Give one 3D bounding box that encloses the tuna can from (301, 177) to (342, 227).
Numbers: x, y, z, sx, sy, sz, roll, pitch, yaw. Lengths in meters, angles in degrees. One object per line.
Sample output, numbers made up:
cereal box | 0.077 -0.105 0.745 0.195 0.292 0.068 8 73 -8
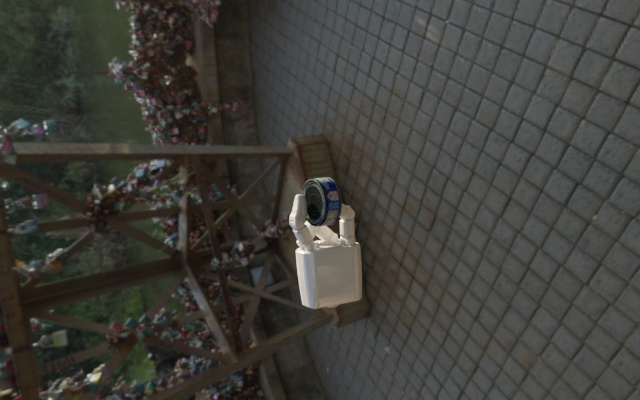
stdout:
tuna can | 0.000 0.003 0.837 0.034 0.086 0.086 -6 3 -32
